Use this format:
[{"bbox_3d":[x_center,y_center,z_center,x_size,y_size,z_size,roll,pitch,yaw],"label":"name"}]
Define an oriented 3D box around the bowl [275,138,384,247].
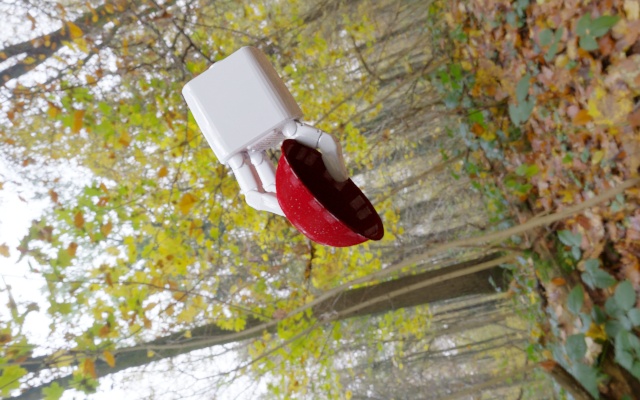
[{"bbox_3d":[0.001,0.003,0.565,0.055,0.162,0.162,-46,-18,18],"label":"bowl"}]
